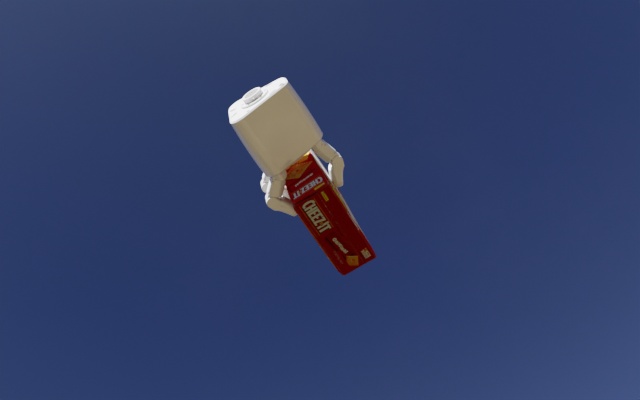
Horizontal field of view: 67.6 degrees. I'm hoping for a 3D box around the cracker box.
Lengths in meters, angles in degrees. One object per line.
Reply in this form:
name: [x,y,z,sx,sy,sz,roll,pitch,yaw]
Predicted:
cracker box: [0.000,0.002,0.814,0.072,0.164,0.213,-32,30,4]
